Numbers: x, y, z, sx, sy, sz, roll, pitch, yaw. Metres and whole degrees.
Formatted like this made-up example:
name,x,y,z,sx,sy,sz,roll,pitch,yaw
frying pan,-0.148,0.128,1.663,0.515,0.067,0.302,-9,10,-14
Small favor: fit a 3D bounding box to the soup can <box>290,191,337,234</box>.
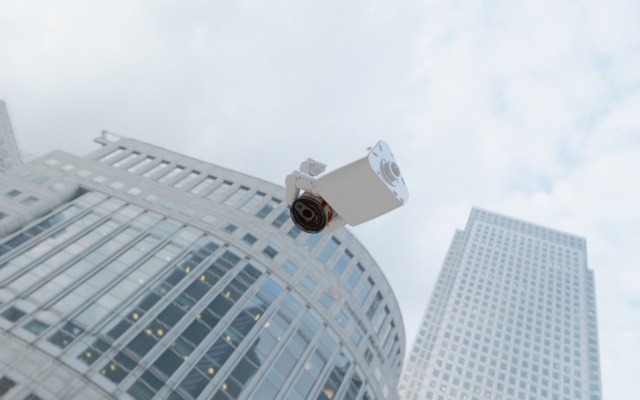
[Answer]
name,x,y,z,sx,sy,sz,roll,pitch,yaw
soup can,0.000,0.003,0.825,0.068,0.068,0.102,0,27,28
